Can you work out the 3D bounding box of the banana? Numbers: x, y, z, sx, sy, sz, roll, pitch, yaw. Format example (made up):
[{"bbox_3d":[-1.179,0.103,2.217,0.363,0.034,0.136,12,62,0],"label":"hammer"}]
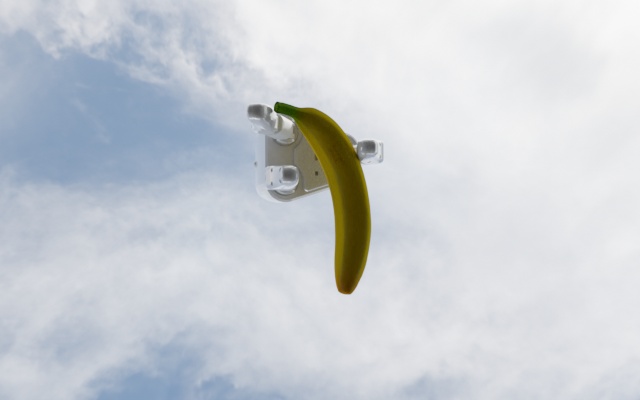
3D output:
[{"bbox_3d":[0.015,-0.008,0.470,0.069,0.198,0.037,-23,7,-18],"label":"banana"}]
